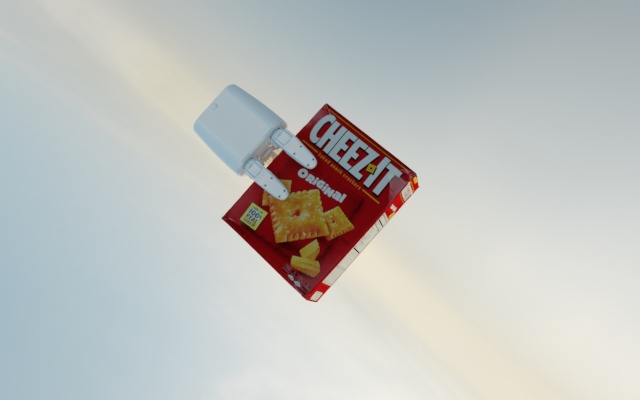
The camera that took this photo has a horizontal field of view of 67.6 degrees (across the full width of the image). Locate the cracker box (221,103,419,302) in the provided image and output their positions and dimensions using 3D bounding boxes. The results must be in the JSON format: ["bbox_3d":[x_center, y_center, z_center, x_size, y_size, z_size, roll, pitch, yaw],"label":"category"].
[{"bbox_3d":[0.000,0.002,0.641,0.164,0.213,0.072,41,-2,18],"label":"cracker box"}]
